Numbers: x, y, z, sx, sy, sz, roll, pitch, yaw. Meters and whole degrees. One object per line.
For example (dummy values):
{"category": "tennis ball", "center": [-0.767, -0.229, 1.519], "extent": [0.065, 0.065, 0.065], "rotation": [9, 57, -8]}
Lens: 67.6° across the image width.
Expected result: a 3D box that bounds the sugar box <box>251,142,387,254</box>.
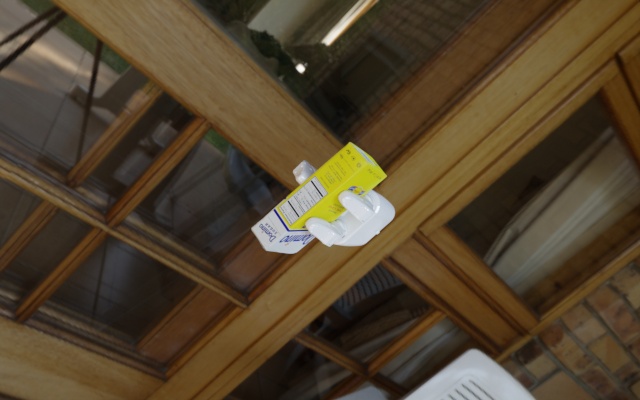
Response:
{"category": "sugar box", "center": [0.001, 0.002, 0.644], "extent": [0.176, 0.048, 0.093], "rotation": [-43, -22, 12]}
